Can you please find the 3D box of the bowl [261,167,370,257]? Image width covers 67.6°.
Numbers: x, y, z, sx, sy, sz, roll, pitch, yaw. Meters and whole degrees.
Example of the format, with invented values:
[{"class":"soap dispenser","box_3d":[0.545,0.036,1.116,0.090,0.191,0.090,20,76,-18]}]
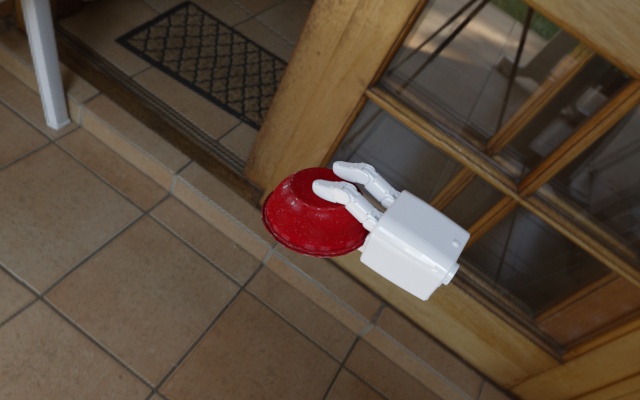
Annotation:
[{"class":"bowl","box_3d":[-0.001,0.001,0.665,0.162,0.055,0.162,6,40,-5]}]
